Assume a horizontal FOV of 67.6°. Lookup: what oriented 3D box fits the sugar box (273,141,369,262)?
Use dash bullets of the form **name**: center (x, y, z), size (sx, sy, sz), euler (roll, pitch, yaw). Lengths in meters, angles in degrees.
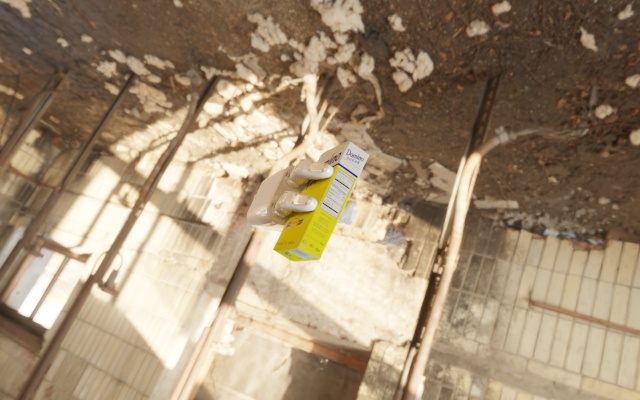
- **sugar box**: center (0.000, 0.002, 0.698), size (0.048, 0.176, 0.093), euler (31, -21, -21)
